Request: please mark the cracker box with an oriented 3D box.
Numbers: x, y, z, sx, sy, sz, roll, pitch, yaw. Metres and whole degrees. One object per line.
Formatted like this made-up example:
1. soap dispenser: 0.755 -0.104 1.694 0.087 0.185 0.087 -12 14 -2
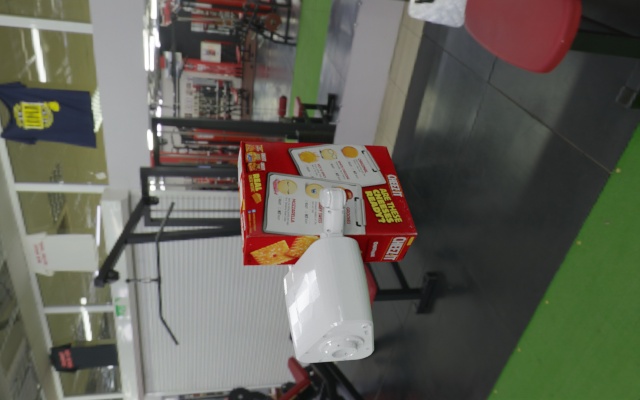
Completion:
1. cracker box: 0.000 0.002 0.641 0.214 0.164 0.072 1 -40 -14
